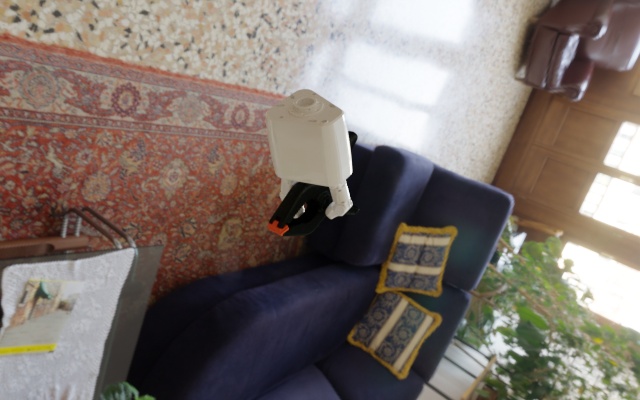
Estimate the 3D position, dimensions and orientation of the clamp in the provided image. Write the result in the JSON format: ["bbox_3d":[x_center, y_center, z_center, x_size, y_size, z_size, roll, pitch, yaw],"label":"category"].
[{"bbox_3d":[0.000,0.003,0.783,0.036,0.165,0.210,23,50,35],"label":"clamp"}]
